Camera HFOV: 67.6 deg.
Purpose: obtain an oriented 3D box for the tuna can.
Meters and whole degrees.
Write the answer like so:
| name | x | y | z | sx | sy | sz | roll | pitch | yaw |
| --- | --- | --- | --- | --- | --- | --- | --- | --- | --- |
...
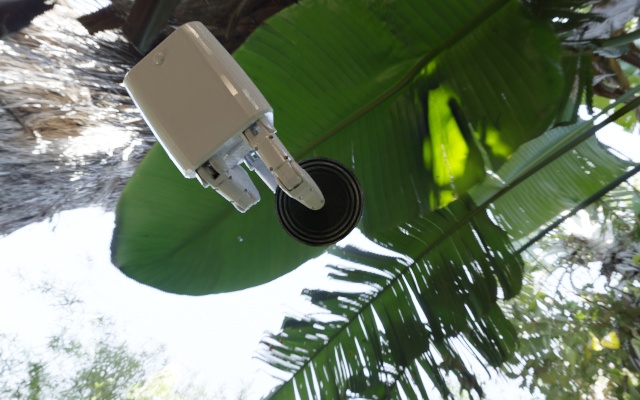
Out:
| name | x | y | z | sx | sy | sz | roll | pitch | yaw |
| --- | --- | --- | --- | --- | --- | --- | --- | --- | --- |
| tuna can | 0.000 | 0.002 | 0.468 | 0.086 | 0.086 | 0.034 | 0 | -1 | 8 |
